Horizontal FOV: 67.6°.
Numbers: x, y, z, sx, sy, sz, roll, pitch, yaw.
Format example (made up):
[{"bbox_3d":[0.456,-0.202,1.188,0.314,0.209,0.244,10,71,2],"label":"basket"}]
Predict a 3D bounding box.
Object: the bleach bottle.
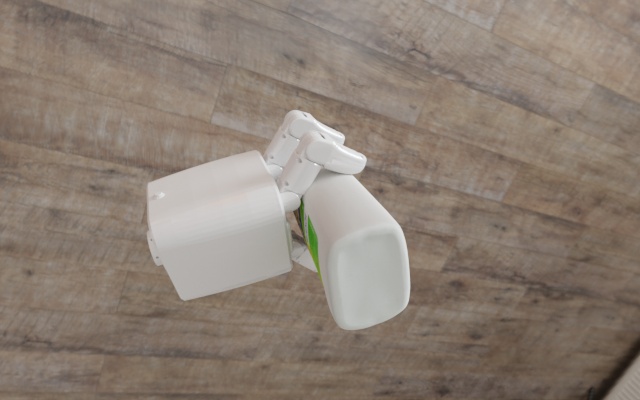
[{"bbox_3d":[0.000,0.001,0.463,0.068,0.103,0.250,-16,32,-11],"label":"bleach bottle"}]
